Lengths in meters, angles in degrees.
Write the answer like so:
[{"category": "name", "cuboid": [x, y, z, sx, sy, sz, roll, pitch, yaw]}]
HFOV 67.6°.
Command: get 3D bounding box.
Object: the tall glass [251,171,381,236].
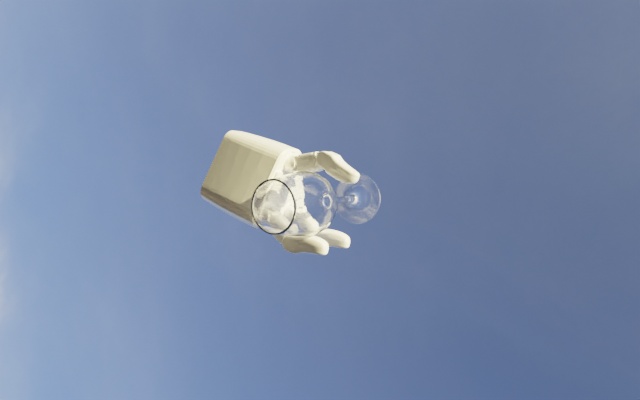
[{"category": "tall glass", "cuboid": [0.001, 0.002, 0.606, 0.079, 0.079, 0.201, 0, 3, 32]}]
